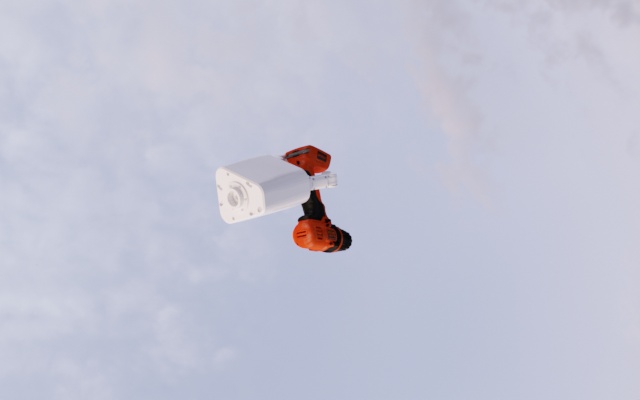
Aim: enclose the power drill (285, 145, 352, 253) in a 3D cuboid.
[{"bbox_3d":[0.000,0.002,0.873,0.057,0.187,0.184,-16,-14,22],"label":"power drill"}]
